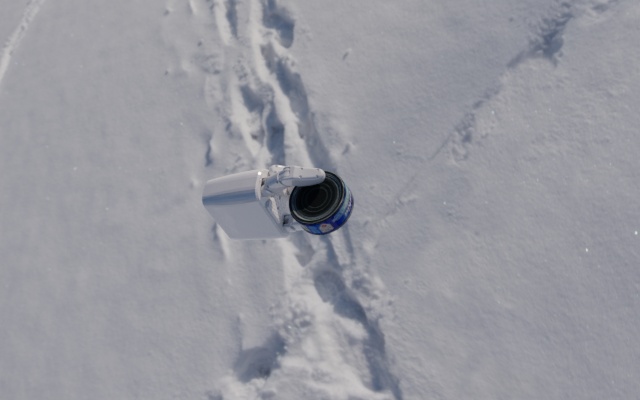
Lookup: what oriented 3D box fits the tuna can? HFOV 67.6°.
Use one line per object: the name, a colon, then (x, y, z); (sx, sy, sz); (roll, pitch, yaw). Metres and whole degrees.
tuna can: (0.000, 0.002, 0.654); (0.086, 0.086, 0.034); (0, -29, 27)
